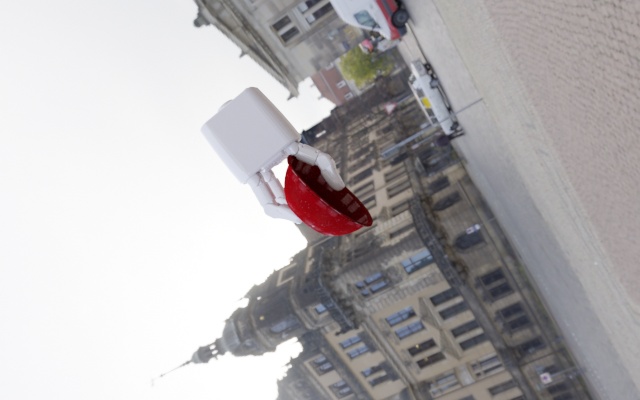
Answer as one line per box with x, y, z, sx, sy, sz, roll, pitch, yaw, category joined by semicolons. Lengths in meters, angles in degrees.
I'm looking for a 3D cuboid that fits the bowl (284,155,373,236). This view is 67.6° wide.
0.001;0.004;0.716;0.162;0.055;0.162;36;15;-11;bowl
